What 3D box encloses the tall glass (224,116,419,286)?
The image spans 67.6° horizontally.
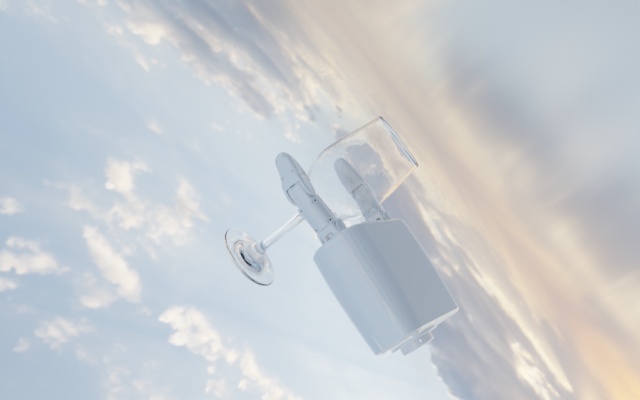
[{"bbox_3d":[-0.001,0.002,0.485,0.201,0.079,0.079,-38,-11,15],"label":"tall glass"}]
